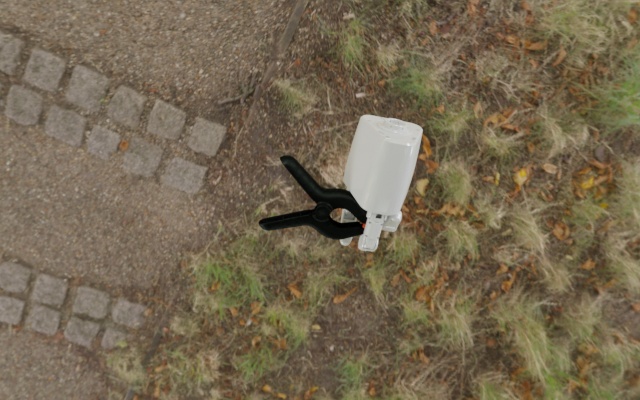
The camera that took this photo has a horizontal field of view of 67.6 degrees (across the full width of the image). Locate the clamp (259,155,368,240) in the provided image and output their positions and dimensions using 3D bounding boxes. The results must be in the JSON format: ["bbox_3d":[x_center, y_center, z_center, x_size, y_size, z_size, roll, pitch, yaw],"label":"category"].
[{"bbox_3d":[0.000,0.003,0.705,0.171,0.120,0.039,10,27,-4],"label":"clamp"}]
